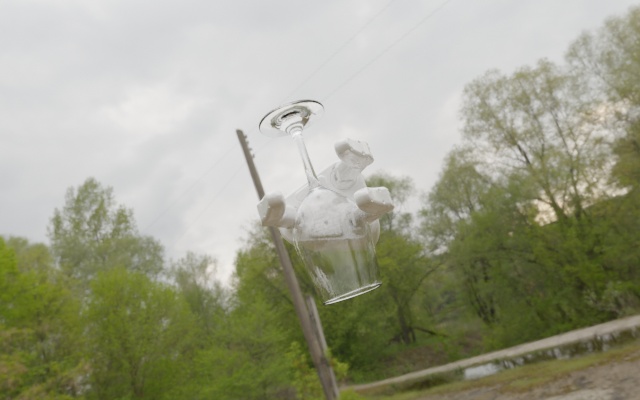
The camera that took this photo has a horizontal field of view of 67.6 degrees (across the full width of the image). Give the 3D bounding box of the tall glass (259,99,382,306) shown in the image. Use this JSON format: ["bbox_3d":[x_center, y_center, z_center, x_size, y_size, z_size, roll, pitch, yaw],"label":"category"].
[{"bbox_3d":[0.000,0.001,0.491,0.079,0.201,0.079,-17,-16,-5],"label":"tall glass"}]
